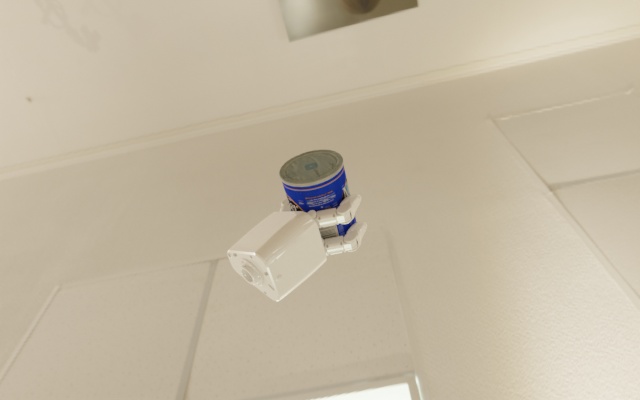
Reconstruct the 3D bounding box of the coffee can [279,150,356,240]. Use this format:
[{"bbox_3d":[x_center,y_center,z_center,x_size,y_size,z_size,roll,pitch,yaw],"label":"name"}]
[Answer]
[{"bbox_3d":[0.000,0.002,0.781,0.103,0.140,0.102,-11,32,7],"label":"coffee can"}]
